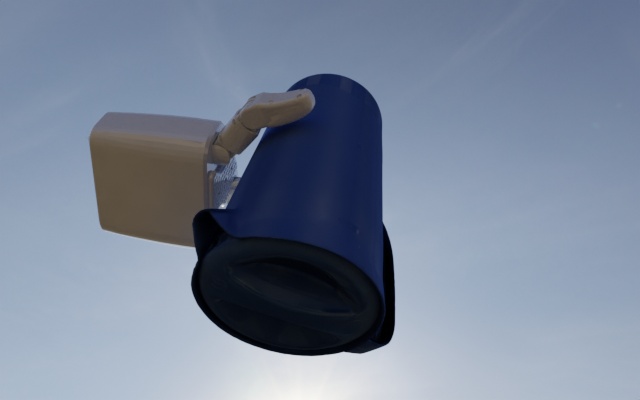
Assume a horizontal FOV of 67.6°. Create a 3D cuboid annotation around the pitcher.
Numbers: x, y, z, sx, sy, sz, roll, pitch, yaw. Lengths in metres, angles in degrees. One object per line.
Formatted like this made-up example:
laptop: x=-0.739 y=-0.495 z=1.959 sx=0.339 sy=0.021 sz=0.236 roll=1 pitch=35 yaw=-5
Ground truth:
pitcher: x=0.000 y=0.001 z=0.411 sx=0.145 sy=0.149 sz=0.242 roll=6 pitch=43 yaw=6
